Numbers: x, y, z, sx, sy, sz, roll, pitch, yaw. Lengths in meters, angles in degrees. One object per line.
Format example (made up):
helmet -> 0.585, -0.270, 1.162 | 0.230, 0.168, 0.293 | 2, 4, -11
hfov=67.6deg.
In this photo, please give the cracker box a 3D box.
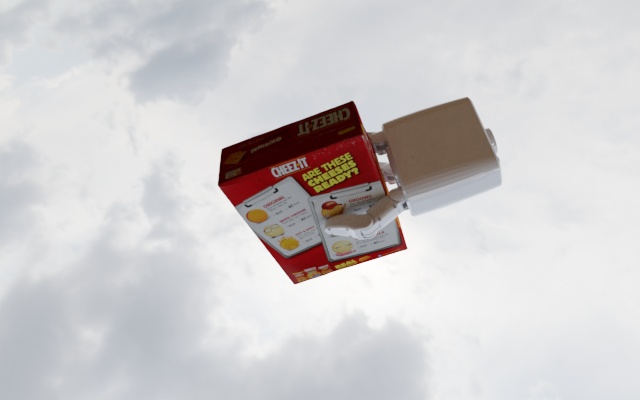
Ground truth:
cracker box -> 0.000, 0.002, 0.580 | 0.164, 0.072, 0.214 | -19, -44, 10
